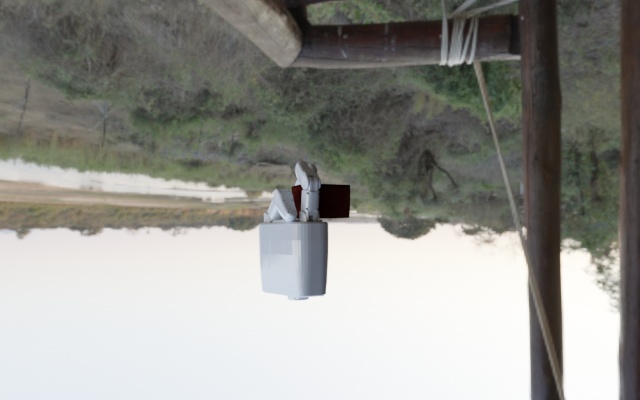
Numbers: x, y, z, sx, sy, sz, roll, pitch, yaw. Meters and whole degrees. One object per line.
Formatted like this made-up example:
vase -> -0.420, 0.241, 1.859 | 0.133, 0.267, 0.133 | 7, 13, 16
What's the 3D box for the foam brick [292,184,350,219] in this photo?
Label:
foam brick -> 0.000, 0.002, 0.732 | 0.078, 0.051, 0.053 | 1, -5, -27
